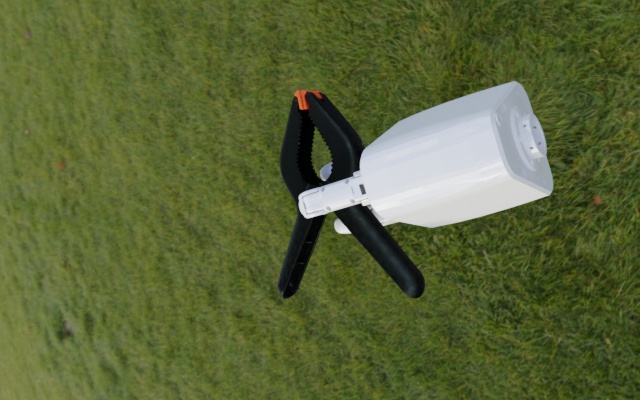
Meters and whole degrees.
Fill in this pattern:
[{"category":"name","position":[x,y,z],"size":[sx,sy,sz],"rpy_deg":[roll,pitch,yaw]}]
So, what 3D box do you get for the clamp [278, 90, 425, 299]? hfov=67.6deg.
[{"category":"clamp","position":[0.000,0.001,0.462],"size":[0.164,0.210,0.036],"rpy_deg":[-18,-2,36]}]
